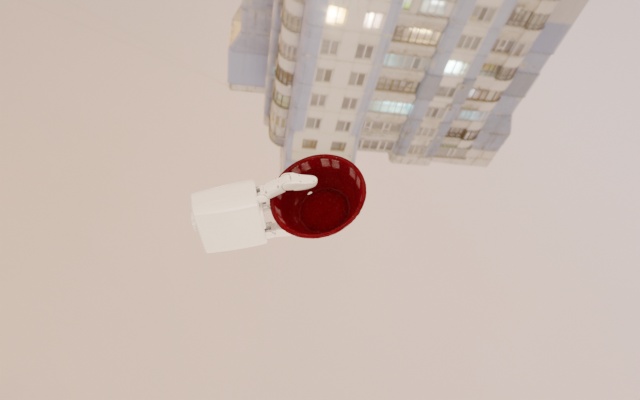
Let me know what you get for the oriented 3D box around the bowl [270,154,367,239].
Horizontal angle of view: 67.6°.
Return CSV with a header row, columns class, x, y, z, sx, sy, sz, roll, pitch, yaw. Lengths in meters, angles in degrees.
class,x,y,z,sx,sy,sz,roll,pitch,yaw
bowl,0.002,0.003,0.797,0.162,0.162,0.055,0,-31,15
